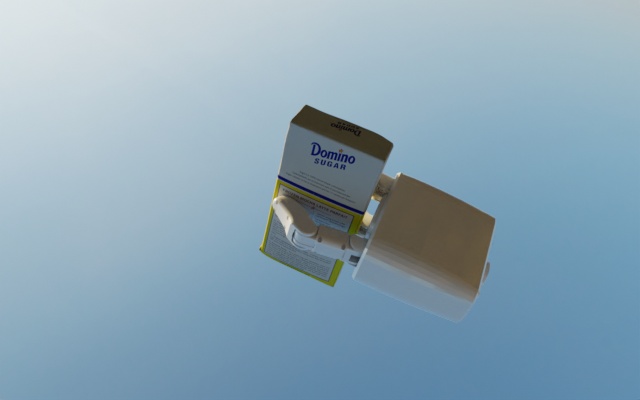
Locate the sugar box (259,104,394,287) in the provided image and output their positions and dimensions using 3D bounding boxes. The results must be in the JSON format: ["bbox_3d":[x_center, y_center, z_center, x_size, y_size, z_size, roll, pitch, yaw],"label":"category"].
[{"bbox_3d":[0.000,0.001,0.478,0.093,0.176,0.048,24,38,6],"label":"sugar box"}]
